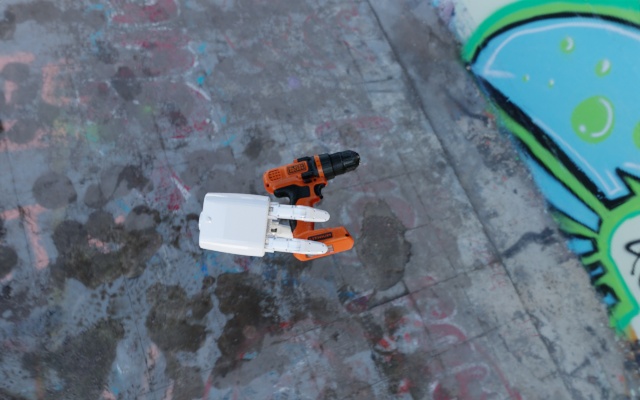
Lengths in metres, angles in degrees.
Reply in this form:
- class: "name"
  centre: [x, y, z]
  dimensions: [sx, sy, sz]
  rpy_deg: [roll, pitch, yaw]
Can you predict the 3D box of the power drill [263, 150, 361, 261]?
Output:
- class: "power drill"
  centre: [0.000, 0.003, 0.856]
  dimensions: [0.184, 0.187, 0.057]
  rpy_deg: [-16, -29, 2]
